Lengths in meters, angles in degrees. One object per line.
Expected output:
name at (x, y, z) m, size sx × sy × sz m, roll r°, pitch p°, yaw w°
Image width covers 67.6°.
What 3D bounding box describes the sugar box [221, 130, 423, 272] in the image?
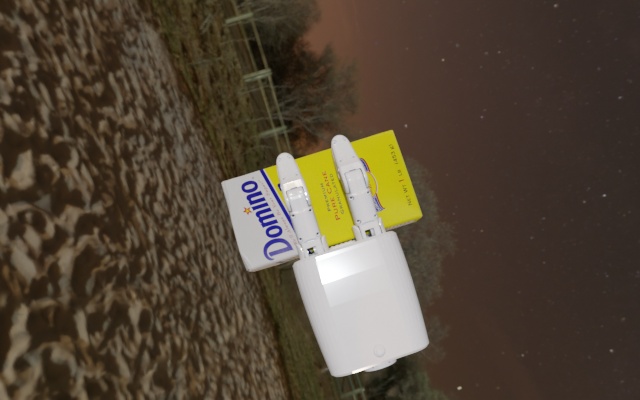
sugar box at (0.000, 0.002, 0.472) m, size 0.176 × 0.093 × 0.048 m, roll -18°, pitch -10°, yaw -3°
